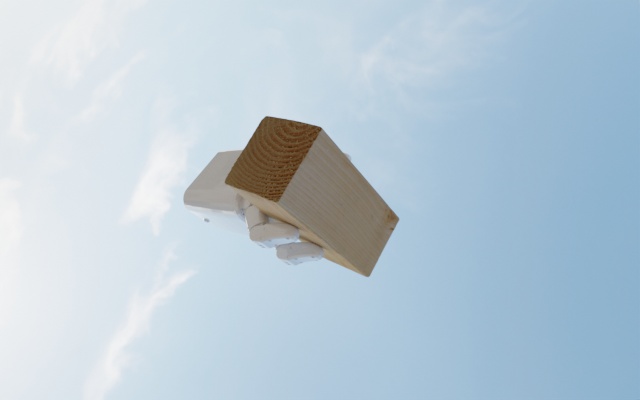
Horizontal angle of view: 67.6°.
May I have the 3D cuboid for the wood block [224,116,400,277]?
[{"bbox_3d":[0.000,0.002,0.561,0.090,0.091,0.206,19,-16,40],"label":"wood block"}]
